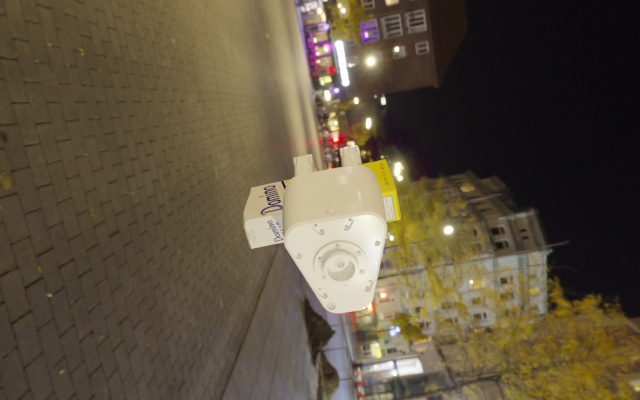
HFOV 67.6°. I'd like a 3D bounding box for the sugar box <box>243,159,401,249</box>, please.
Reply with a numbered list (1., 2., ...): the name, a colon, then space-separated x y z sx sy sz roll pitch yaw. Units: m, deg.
1. sugar box: 0.000 0.001 0.571 0.176 0.048 0.093 -10 26 3
